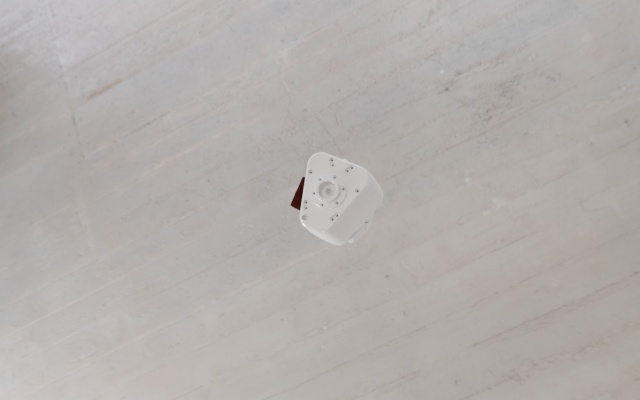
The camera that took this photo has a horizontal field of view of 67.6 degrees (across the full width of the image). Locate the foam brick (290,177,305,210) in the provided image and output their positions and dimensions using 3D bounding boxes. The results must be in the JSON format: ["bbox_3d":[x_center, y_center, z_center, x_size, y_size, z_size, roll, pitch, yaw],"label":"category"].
[{"bbox_3d":[0.000,0.003,0.773,0.078,0.053,0.051,23,-3,19],"label":"foam brick"}]
